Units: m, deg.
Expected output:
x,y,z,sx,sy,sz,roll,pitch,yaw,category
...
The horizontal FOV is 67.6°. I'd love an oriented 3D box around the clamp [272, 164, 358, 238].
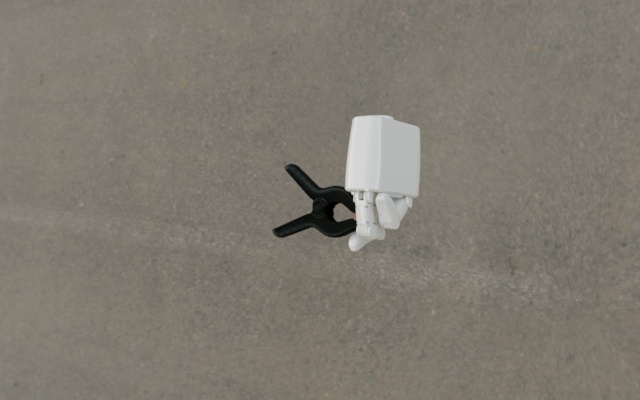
x,y,z,sx,sy,sz,roll,pitch,yaw,category
0.000,0.003,0.741,0.171,0.120,0.039,2,2,29,clamp
